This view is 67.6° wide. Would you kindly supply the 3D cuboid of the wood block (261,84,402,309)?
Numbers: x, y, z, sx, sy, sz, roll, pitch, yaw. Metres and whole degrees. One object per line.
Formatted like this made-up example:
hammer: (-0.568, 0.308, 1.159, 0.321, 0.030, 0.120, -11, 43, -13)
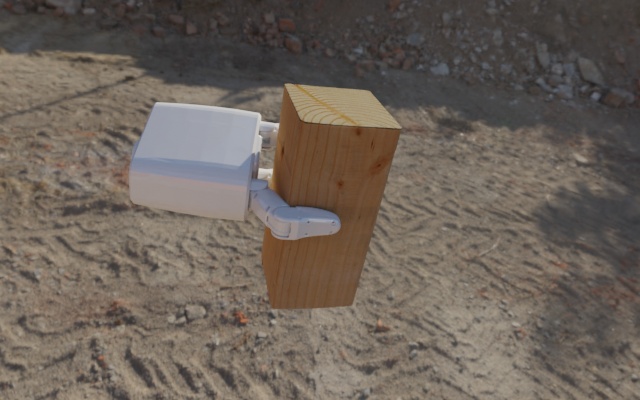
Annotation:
wood block: (0.000, 0.002, 0.476, 0.090, 0.206, 0.090, 1, 33, -16)
